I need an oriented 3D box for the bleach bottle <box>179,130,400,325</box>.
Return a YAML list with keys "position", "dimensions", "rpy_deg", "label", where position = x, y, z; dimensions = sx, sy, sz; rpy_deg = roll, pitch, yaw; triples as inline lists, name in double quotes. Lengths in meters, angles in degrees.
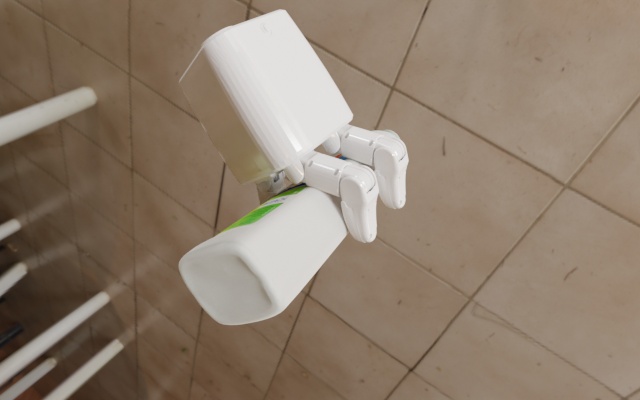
- position: [0.000, 0.001, 0.423]
  dimensions: [0.102, 0.068, 0.250]
  rpy_deg: [-22, 15, 44]
  label: "bleach bottle"
